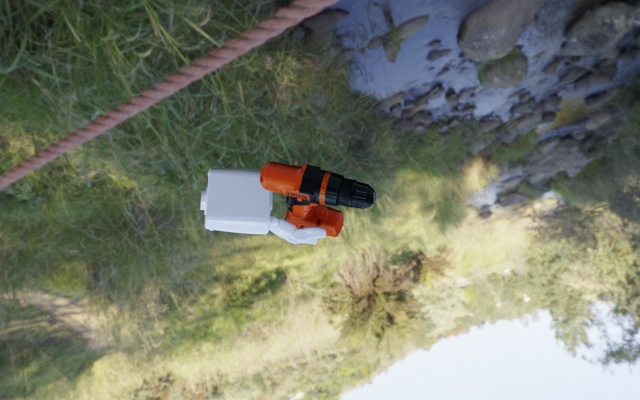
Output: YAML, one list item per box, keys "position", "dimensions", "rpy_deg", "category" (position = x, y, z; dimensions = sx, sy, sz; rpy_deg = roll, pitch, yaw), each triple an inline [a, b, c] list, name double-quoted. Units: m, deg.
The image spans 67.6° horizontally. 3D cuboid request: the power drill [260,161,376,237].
- position: [0.000, 0.003, 0.804]
  dimensions: [0.184, 0.057, 0.188]
  rpy_deg: [14, -22, 10]
  category: "power drill"
